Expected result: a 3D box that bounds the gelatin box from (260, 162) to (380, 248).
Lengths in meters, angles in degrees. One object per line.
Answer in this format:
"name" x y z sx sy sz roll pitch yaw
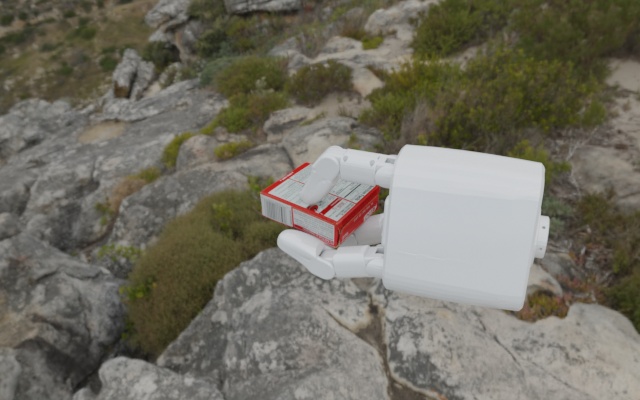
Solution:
"gelatin box" 0.000 0.001 0.451 0.089 0.030 0.073 21 39 28
